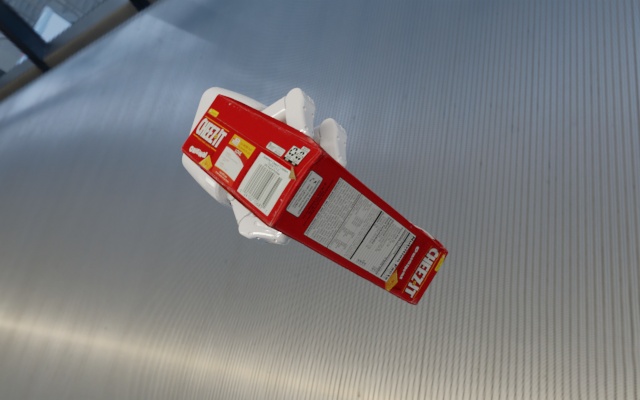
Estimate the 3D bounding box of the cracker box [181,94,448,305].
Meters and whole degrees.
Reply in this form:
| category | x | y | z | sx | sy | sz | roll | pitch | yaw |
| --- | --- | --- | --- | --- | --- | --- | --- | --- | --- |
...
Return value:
| category | x | y | z | sx | sy | sz | roll | pitch | yaw |
| --- | --- | --- | --- | --- | --- | --- | --- | --- | --- |
| cracker box | 0.000 | 0.002 | 0.443 | 0.214 | 0.072 | 0.164 | 34 | 0 | -44 |
